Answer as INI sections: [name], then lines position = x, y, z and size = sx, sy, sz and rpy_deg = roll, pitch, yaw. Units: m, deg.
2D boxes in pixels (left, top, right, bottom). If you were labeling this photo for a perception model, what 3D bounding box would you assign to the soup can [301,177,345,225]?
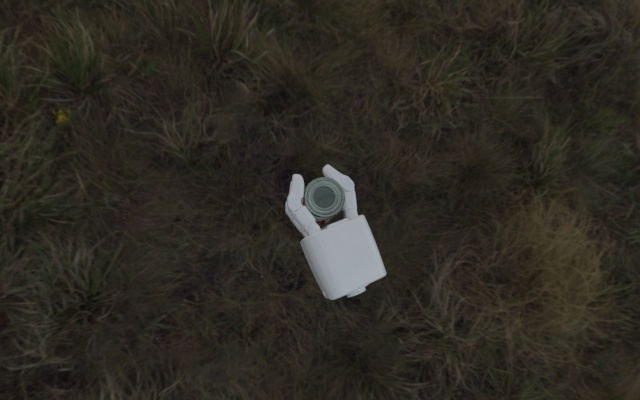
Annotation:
[soup can]
position = 0.000, 0.002, 0.801
size = 0.068, 0.068, 0.102
rpy_deg = 0, -9, -7
